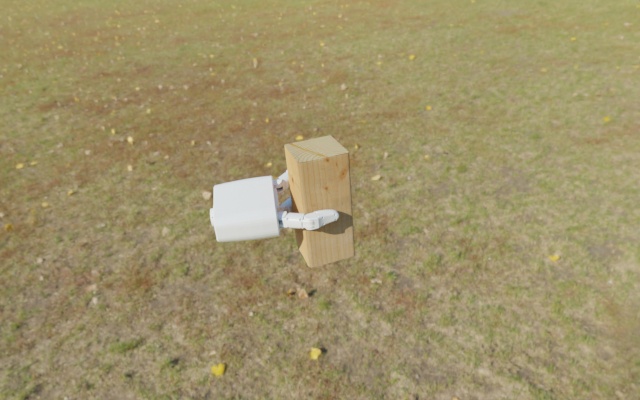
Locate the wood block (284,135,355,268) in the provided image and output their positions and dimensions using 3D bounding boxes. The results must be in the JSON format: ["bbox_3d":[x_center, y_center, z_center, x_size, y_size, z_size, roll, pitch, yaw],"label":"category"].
[{"bbox_3d":[0.000,0.003,0.849,0.090,0.206,0.090,-13,30,-14],"label":"wood block"}]
